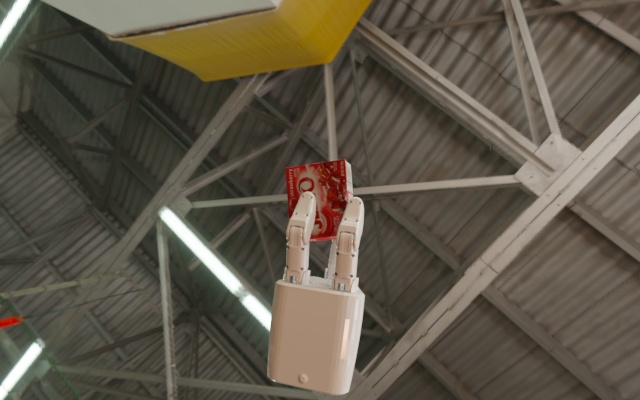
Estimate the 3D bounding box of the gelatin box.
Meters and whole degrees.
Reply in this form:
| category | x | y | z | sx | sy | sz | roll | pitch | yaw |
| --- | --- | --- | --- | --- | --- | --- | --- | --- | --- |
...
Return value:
| category | x | y | z | sx | sy | sz | roll | pitch | yaw |
| --- | --- | --- | --- | --- | --- | --- | --- | --- | --- |
| gelatin box | 0.000 | 0.002 | 0.551 | 0.073 | 0.089 | 0.030 | -7 | -12 | 16 |
